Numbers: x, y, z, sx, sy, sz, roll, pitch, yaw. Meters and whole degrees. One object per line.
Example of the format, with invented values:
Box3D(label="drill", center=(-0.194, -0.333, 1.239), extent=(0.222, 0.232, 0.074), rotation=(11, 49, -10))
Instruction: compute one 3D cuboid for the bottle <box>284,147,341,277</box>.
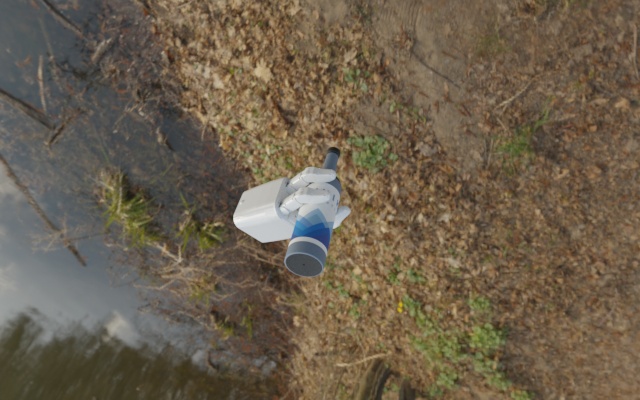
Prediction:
Box3D(label="bottle", center=(0.000, 0.003, 0.886), extent=(0.069, 0.295, 0.069), rotation=(8, -43, 8))
